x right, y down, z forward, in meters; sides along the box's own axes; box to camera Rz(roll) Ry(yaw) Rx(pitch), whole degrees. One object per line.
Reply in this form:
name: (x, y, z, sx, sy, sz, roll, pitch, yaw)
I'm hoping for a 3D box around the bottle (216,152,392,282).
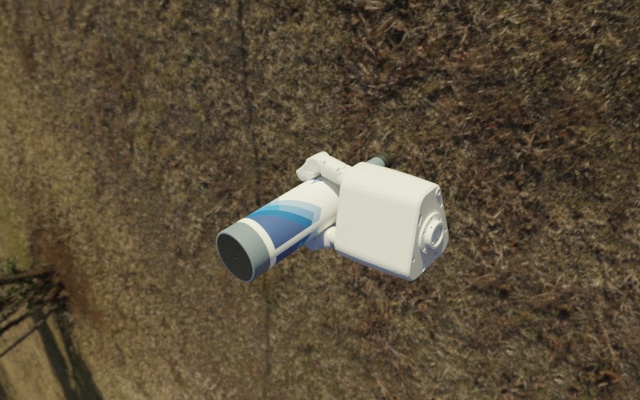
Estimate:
bottle: (0.000, 0.002, 0.631, 0.069, 0.069, 0.295, 0, 25, 47)
